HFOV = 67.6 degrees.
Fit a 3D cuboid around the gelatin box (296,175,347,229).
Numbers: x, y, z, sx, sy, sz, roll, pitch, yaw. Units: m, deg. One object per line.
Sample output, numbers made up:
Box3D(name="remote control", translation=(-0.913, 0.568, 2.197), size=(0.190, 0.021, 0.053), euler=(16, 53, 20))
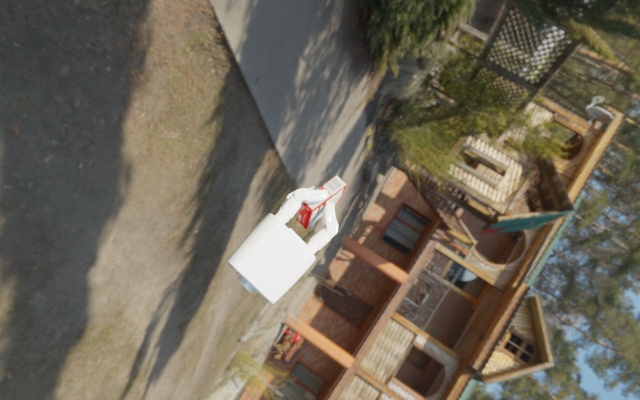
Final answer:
Box3D(name="gelatin box", translation=(0.001, 0.003, 0.859), size=(0.089, 0.030, 0.073), euler=(-37, -15, -26))
